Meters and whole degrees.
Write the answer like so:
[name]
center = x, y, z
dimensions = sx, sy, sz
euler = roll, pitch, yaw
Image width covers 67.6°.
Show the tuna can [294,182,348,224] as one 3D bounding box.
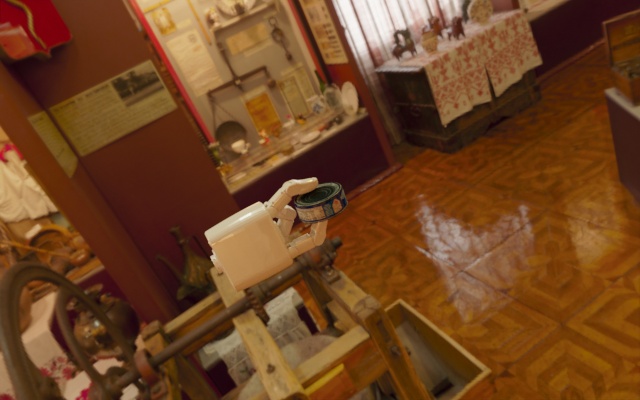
[tuna can]
center = 0.000, 0.002, 0.794
dimensions = 0.086, 0.034, 0.086
euler = -17, 22, 7
